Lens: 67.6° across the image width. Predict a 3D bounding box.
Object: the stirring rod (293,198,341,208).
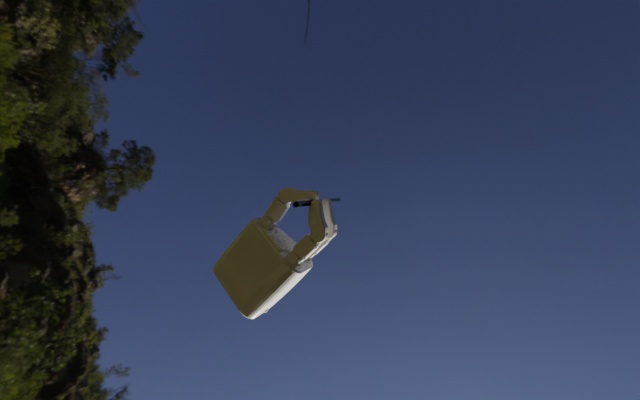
[{"bbox_3d":[0.000,0.002,0.725,0.011,0.011,0.239,0,1,15],"label":"stirring rod"}]
